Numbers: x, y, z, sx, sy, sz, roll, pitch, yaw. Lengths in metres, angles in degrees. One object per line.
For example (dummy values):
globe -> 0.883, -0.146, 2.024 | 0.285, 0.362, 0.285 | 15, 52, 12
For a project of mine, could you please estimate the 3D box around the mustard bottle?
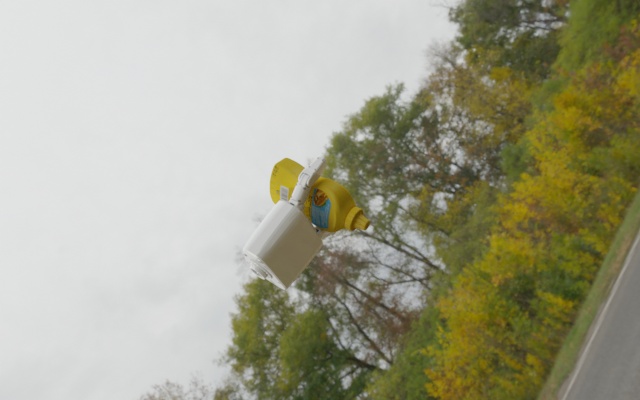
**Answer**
mustard bottle -> 0.000, 0.002, 0.827 | 0.191, 0.096, 0.058 | 27, 42, 25
